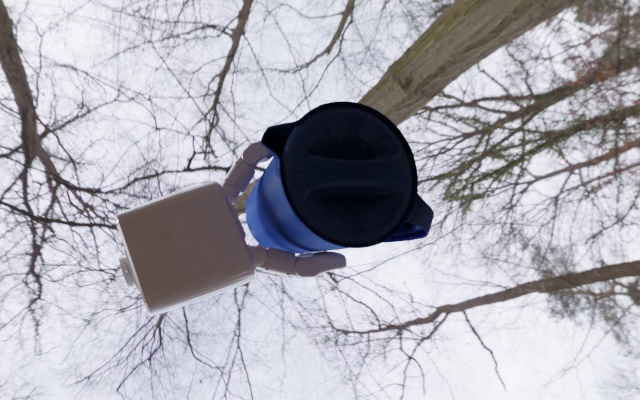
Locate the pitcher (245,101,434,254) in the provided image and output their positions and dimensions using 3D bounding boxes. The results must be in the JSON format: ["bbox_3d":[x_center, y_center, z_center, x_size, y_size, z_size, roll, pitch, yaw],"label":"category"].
[{"bbox_3d":[0.000,0.002,0.527,0.145,0.149,0.243,-21,-3,-22],"label":"pitcher"}]
